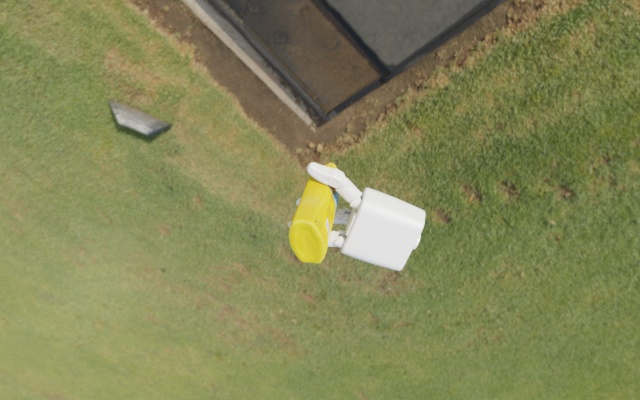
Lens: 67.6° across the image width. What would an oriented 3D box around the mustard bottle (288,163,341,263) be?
[{"bbox_3d":[0.000,0.003,0.780,0.058,0.096,0.191,2,42,15],"label":"mustard bottle"}]
